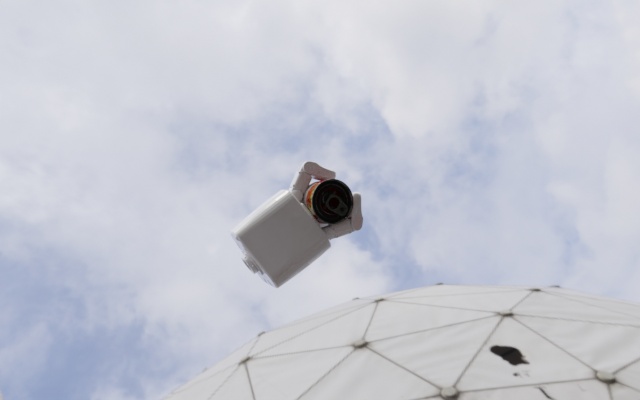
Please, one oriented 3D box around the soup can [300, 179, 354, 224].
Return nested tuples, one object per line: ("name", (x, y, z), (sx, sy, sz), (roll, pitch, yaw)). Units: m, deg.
("soup can", (0.000, 0.002, 0.756), (0.068, 0.068, 0.102), (0, -1, -22))
